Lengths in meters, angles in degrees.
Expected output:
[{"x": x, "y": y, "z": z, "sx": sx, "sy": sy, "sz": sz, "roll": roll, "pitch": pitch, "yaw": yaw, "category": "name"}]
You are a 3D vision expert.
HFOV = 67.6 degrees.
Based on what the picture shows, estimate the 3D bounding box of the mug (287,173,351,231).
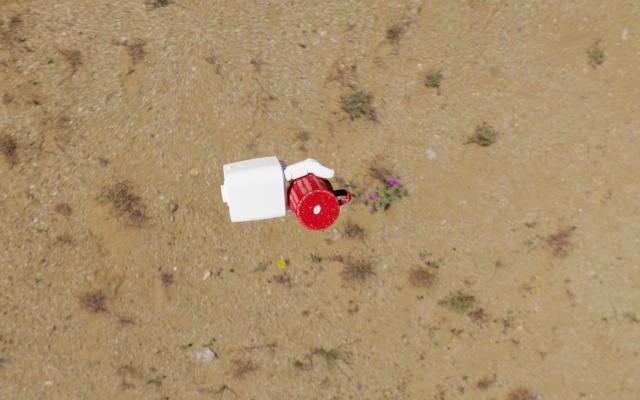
[{"x": 0.002, "y": 0.003, "z": 0.888, "sx": 0.117, "sy": 0.093, "sz": 0.081, "roll": -10, "pitch": 22, "yaw": -9, "category": "mug"}]
